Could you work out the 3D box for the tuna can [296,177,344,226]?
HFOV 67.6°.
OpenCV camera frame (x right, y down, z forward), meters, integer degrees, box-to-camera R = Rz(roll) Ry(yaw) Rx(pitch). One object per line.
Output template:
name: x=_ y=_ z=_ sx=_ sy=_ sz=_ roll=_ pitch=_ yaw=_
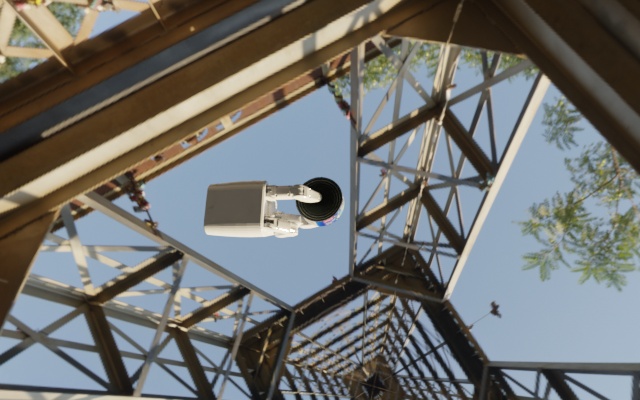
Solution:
tuna can: x=0.000 y=0.003 z=0.866 sx=0.086 sy=0.086 sz=0.034 roll=0 pitch=-21 yaw=12
